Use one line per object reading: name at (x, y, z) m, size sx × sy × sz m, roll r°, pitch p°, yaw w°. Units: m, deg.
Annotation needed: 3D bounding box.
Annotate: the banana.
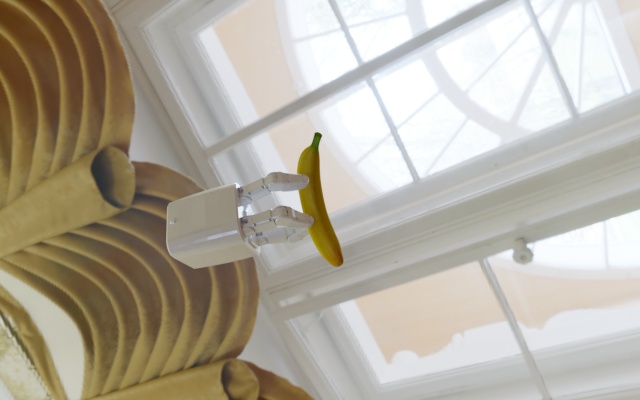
banana at (-0.006, 0.004, 0.695) m, size 0.037 × 0.197 × 0.070 m, roll -6°, pitch -15°, yaw -18°
